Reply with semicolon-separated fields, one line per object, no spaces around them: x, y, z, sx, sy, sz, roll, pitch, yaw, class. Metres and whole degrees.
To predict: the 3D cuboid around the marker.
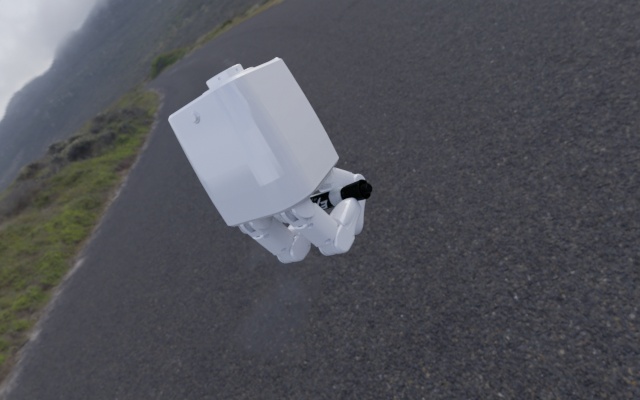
0.000;0.002;0.464;0.121;0.020;0.020;-17;-11;41;marker
